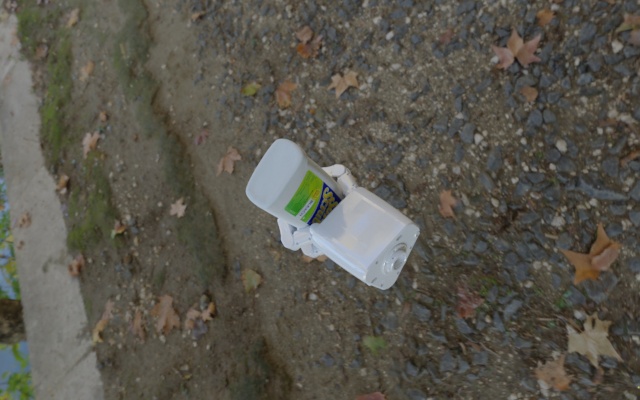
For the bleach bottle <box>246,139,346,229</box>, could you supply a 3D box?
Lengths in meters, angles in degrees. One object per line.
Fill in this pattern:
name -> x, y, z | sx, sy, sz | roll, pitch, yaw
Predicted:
bleach bottle -> 0.000, 0.002, 0.737 | 0.068, 0.102, 0.251 | 35, 3, 37
